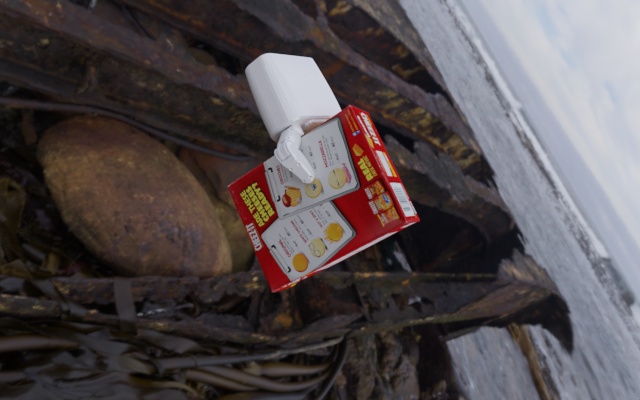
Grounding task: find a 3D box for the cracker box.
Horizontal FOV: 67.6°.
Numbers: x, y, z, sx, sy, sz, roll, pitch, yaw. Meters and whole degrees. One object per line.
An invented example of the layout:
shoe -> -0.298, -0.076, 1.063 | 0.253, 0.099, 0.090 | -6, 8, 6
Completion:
cracker box -> 0.000, 0.002, 0.635 | 0.214, 0.164, 0.072 | -31, -14, 25
